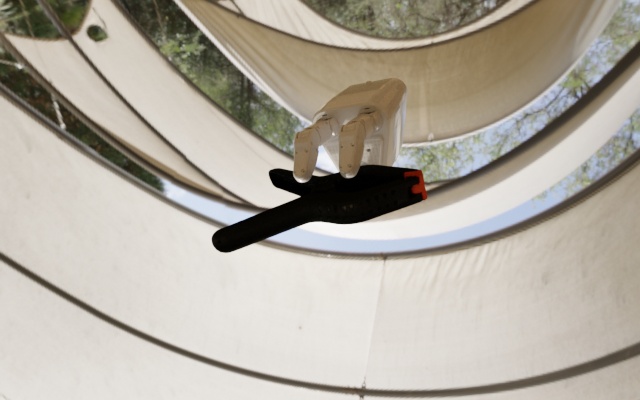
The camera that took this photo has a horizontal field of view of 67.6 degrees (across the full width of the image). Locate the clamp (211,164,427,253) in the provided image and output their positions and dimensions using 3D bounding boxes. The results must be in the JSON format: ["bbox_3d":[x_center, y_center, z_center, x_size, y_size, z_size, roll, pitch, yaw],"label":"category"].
[{"bbox_3d":[0.001,0.002,0.492,0.210,0.036,0.164,-3,28,28],"label":"clamp"}]
